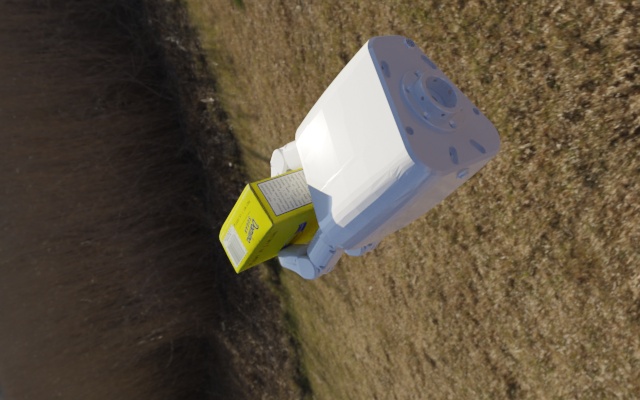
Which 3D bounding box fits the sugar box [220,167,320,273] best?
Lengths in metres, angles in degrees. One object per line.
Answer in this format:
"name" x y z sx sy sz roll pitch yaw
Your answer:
"sugar box" 0.000 0.002 0.443 0.176 0.048 0.093 -19 -20 -37
